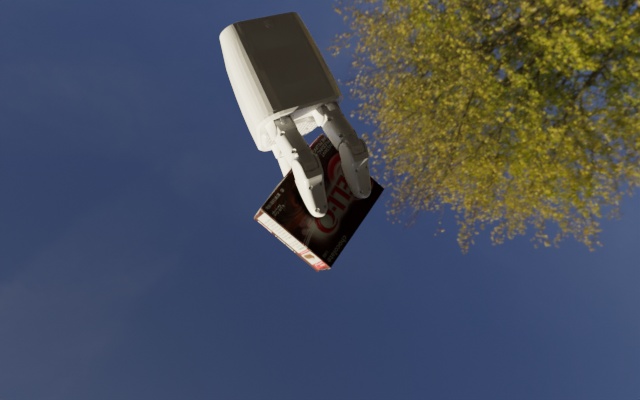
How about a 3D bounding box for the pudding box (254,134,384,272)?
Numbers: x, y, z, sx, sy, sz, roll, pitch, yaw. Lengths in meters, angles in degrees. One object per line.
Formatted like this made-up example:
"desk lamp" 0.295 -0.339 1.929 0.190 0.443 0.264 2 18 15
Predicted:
"pudding box" 0.000 0.002 0.490 0.090 0.113 0.039 40 -25 -8
